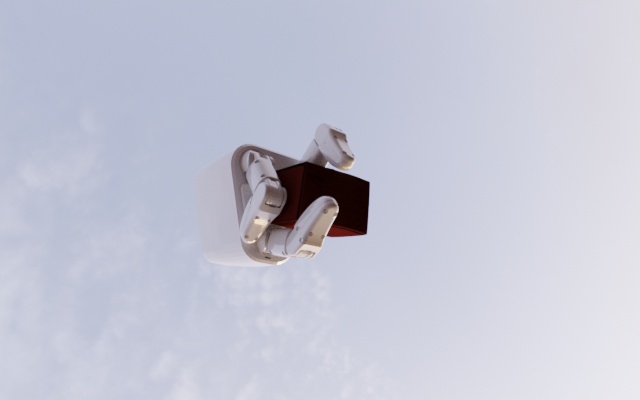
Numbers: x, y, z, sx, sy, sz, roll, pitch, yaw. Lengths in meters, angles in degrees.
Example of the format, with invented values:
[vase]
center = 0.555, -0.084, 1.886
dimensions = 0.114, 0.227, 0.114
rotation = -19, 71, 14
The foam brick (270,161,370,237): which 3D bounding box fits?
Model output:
[foam brick]
center = 0.000, 0.002, 0.442
dimensions = 0.078, 0.053, 0.051
rotation = 16, -16, -34
